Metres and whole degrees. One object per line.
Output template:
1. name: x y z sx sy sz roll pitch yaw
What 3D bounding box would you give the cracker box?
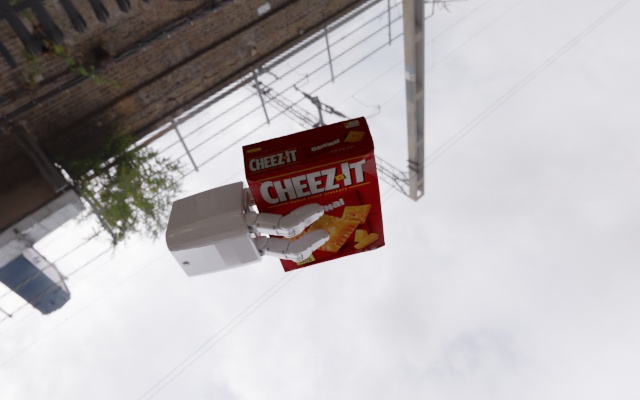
1. cracker box: 0.000 0.002 0.666 0.164 0.072 0.214 -14 -41 0
